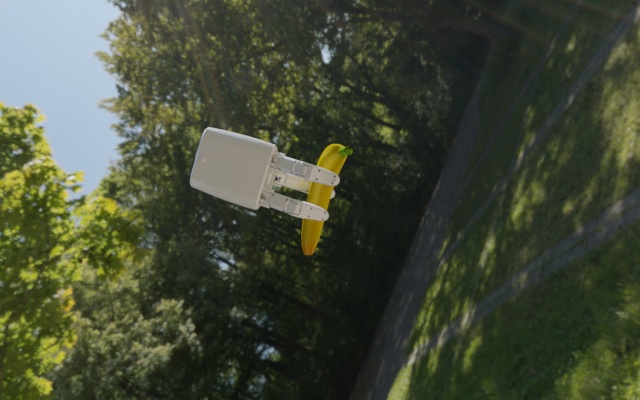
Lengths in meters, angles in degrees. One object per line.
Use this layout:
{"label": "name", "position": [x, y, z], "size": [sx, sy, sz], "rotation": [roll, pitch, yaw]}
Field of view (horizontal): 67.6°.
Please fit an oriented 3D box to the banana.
{"label": "banana", "position": [0.001, -0.010, 0.728], "size": [0.037, 0.198, 0.069], "rotation": [14, 31, -7]}
